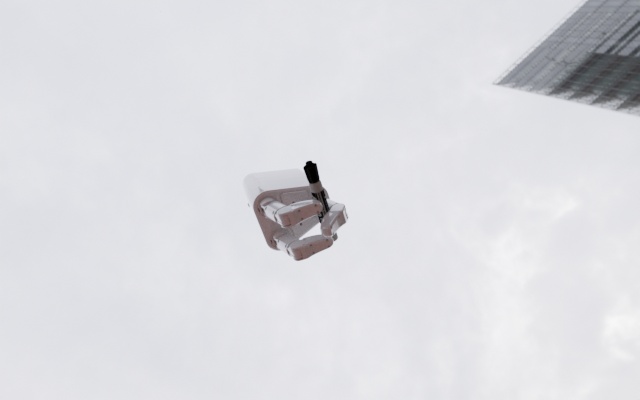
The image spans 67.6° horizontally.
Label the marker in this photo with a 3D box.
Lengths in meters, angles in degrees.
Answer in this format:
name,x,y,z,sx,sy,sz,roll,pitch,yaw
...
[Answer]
name,x,y,z,sx,sy,sz,roll,pitch,yaw
marker,0.000,0.002,0.642,0.020,0.121,0.020,-14,26,7
